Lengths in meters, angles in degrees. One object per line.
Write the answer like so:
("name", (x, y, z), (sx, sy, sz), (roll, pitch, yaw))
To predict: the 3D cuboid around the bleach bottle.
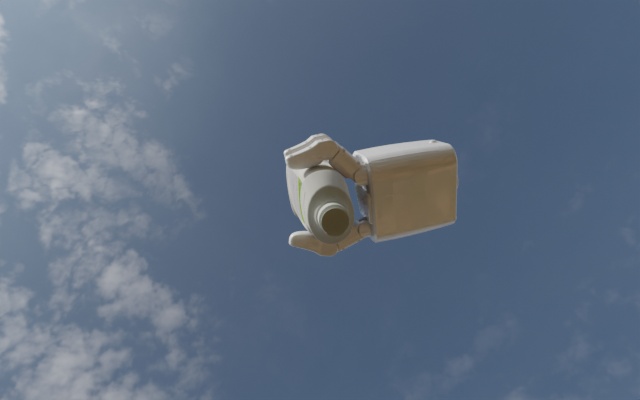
("bleach bottle", (0.000, 0.002, 0.584), (0.068, 0.102, 0.250), (-11, 14, -5))
